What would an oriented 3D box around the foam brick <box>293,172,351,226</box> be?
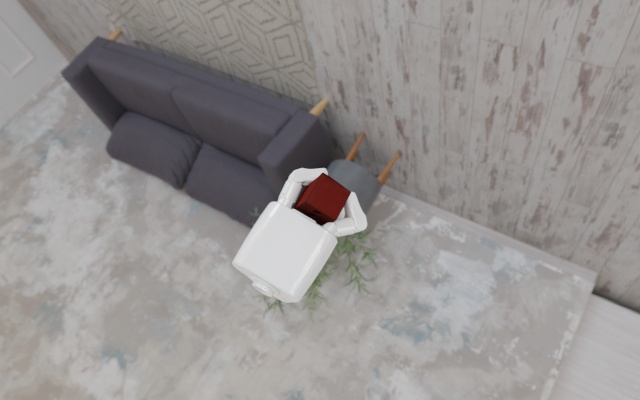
[{"bbox_3d":[0.000,0.002,0.700,0.053,0.051,0.078,33,-21,-9],"label":"foam brick"}]
